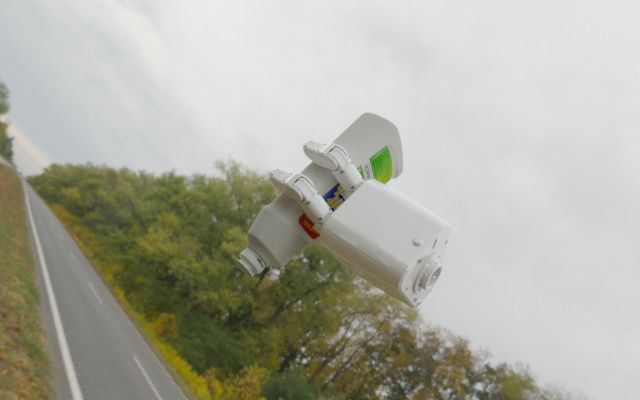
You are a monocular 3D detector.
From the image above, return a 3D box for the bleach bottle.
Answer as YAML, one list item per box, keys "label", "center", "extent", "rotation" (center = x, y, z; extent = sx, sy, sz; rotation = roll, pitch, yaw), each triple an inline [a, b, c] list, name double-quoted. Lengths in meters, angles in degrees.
- label: "bleach bottle"
  center: [0.000, 0.002, 0.583]
  extent: [0.068, 0.250, 0.103]
  rotation: [31, -27, 32]
